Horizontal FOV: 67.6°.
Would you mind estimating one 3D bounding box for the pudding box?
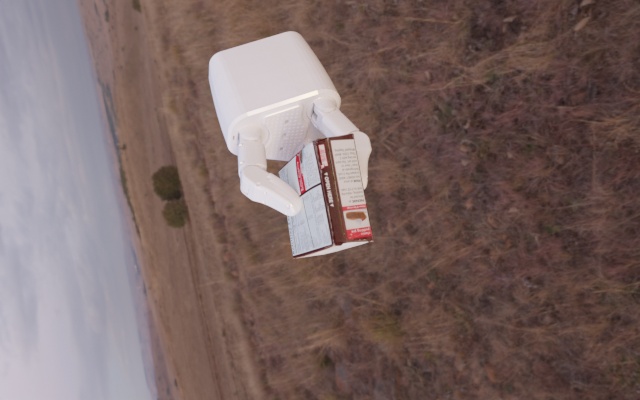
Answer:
[{"bbox_3d":[0.000,0.001,0.421,0.039,0.090,0.113,-8,-8,-20],"label":"pudding box"}]
